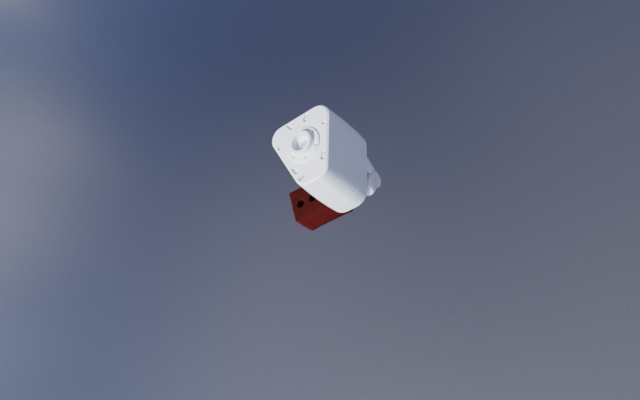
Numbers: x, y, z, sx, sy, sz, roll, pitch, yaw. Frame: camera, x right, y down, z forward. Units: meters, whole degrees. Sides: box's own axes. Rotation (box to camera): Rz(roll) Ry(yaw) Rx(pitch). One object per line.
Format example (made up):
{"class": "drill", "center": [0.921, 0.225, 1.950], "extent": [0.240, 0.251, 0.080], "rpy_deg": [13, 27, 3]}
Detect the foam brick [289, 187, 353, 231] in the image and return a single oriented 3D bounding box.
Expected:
{"class": "foam brick", "center": [0.000, 0.003, 0.733], "extent": [0.078, 0.053, 0.051], "rpy_deg": [-28, -31, 21]}
